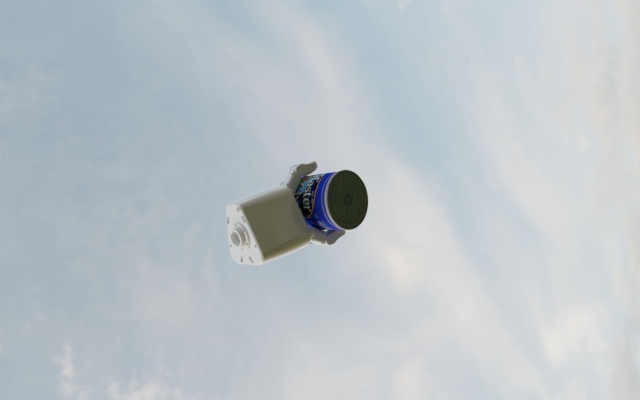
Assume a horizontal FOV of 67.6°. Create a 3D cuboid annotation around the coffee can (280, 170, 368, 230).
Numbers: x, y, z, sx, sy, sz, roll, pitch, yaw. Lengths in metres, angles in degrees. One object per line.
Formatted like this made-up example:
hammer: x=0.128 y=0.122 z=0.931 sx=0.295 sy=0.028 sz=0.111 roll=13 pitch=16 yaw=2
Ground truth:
coffee can: x=0.000 y=0.003 z=0.857 sx=0.103 sy=0.103 sz=0.140 roll=0 pitch=-3 yaw=-43
